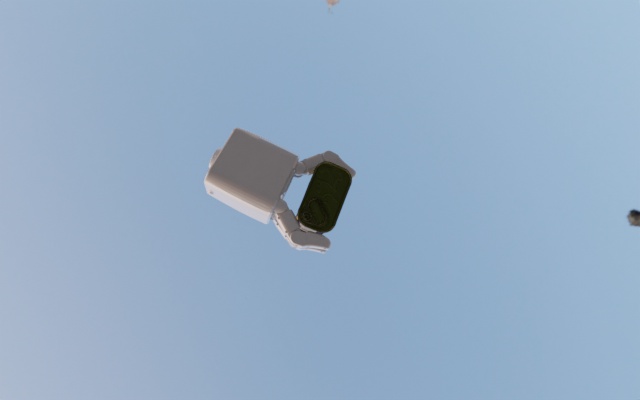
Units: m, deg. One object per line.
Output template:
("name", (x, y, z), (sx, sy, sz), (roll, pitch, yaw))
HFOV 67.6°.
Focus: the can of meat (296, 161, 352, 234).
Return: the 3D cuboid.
("can of meat", (0.000, 0.002, 0.718), (0.057, 0.102, 0.084), (23, -14, -4))
